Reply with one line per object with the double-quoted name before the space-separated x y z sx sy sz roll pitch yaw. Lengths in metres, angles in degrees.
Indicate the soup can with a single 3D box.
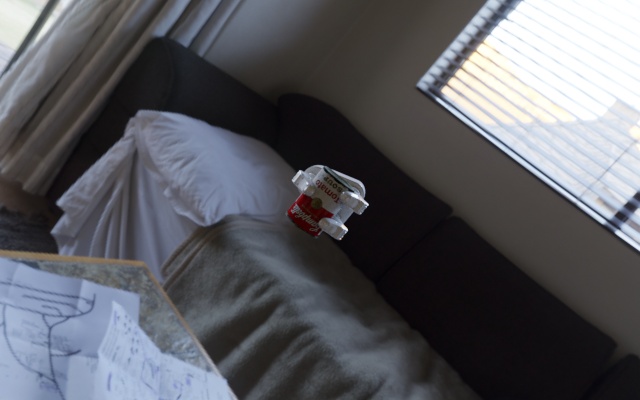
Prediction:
"soup can" 0.000 0.002 0.789 0.068 0.102 0.068 38 10 -8
